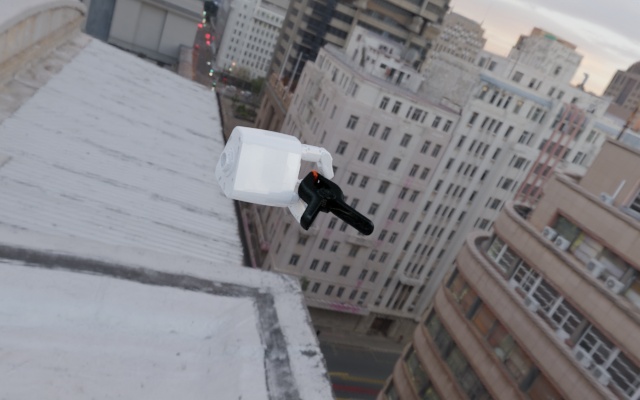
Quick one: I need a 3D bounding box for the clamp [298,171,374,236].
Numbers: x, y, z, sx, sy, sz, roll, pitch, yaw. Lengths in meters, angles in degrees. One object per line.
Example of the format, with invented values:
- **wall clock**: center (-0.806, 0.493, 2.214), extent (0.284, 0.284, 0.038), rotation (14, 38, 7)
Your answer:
- **clamp**: center (0.000, 0.002, 0.775), extent (0.120, 0.039, 0.171), rotation (8, 26, -33)
